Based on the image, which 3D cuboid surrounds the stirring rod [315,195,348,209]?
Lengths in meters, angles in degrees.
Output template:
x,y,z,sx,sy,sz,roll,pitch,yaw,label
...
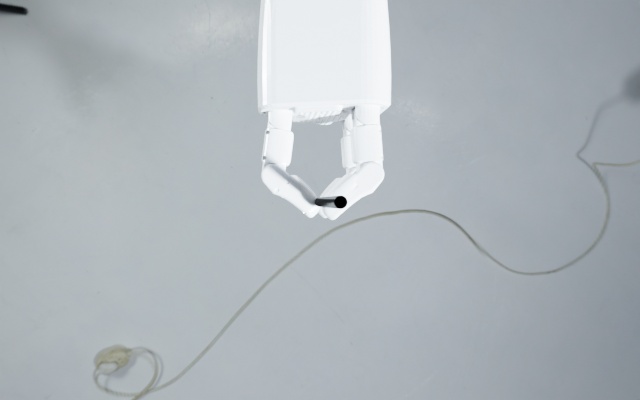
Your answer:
x,y,z,sx,sy,sz,roll,pitch,yaw,label
0.000,0.001,0.402,0.011,0.011,0.239,0,0,-6,stirring rod
